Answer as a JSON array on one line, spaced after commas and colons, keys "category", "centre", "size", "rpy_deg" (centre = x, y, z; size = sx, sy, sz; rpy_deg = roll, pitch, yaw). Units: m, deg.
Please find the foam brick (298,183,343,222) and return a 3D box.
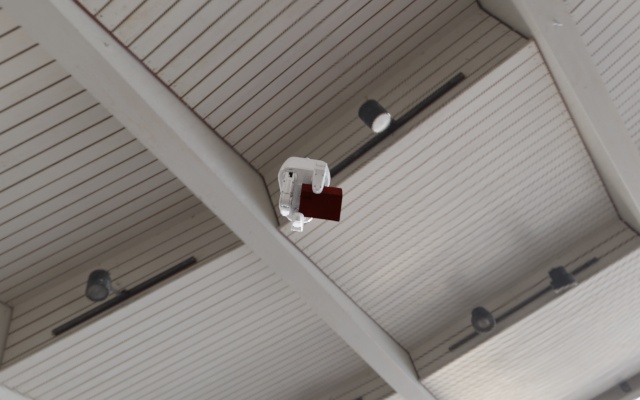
[{"category": "foam brick", "centre": [0.000, 0.003, 0.879], "size": [0.078, 0.053, 0.051], "rpy_deg": [8, 16, -1]}]
